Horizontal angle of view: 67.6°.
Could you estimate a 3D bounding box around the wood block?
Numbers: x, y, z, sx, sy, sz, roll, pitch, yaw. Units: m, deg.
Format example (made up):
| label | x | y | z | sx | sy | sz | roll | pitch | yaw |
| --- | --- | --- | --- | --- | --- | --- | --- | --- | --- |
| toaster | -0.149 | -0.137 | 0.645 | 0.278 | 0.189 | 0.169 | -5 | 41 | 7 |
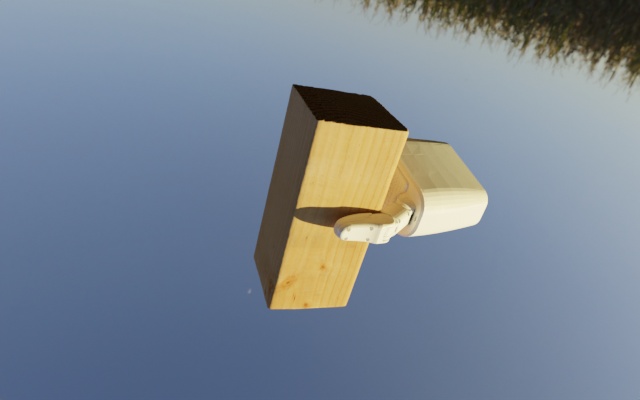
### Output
| label | x | y | z | sx | sy | sz | roll | pitch | yaw |
| --- | --- | --- | --- | --- | --- | --- | --- | --- | --- |
| wood block | 0.001 | 0.002 | 0.481 | 0.090 | 0.206 | 0.090 | 3 | 30 | -22 |
